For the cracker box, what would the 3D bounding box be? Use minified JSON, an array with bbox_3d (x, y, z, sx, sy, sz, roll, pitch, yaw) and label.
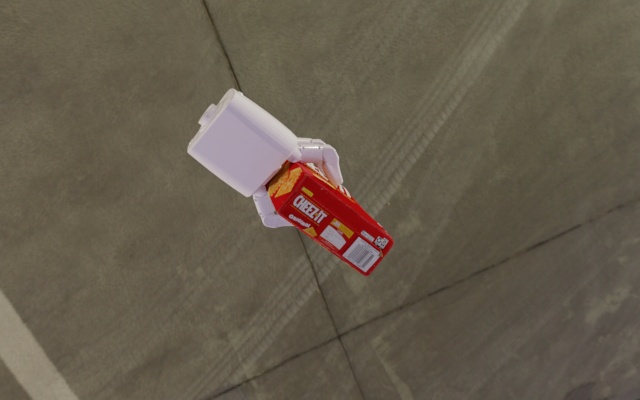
[{"bbox_3d":[0.000,0.003,0.710,0.164,0.072,0.213,37,7,-22],"label":"cracker box"}]
